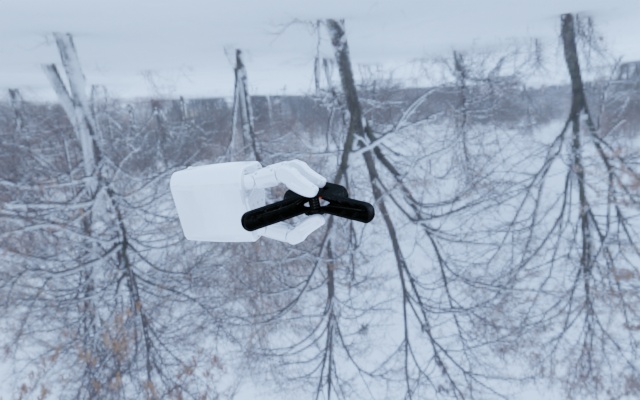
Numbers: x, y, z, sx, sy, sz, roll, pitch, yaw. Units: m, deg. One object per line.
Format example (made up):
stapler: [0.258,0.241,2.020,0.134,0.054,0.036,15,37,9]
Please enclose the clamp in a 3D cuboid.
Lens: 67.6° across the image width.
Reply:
clamp: [0.000,0.003,0.665,0.164,0.036,0.210,-2,12,12]
